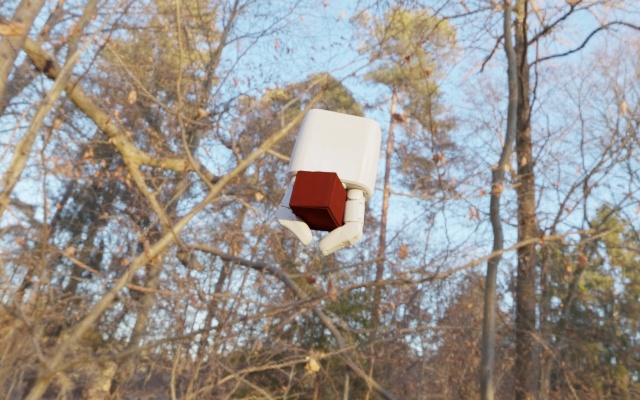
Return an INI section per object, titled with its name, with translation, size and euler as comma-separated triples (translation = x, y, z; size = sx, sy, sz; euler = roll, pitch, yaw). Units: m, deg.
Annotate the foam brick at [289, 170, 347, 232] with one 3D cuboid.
[foam brick]
translation = 0.000, 0.002, 0.608
size = 0.053, 0.051, 0.078
euler = 5, -24, 19
